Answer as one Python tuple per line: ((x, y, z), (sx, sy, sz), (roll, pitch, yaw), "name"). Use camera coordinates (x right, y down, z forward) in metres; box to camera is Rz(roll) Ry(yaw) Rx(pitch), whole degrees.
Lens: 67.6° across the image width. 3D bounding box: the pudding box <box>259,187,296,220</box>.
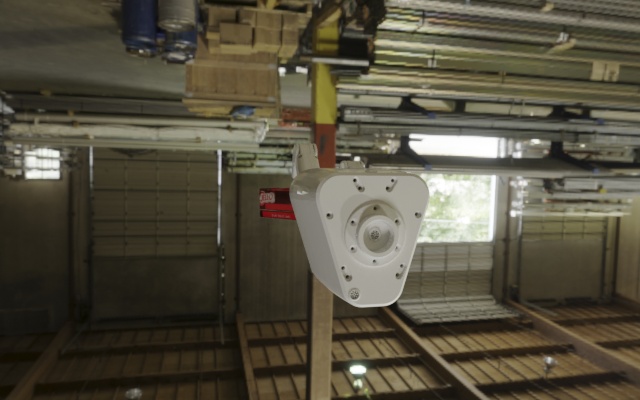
((0.000, 0.002, 0.544), (0.113, 0.039, 0.090), (0, 3, -41), "pudding box")
